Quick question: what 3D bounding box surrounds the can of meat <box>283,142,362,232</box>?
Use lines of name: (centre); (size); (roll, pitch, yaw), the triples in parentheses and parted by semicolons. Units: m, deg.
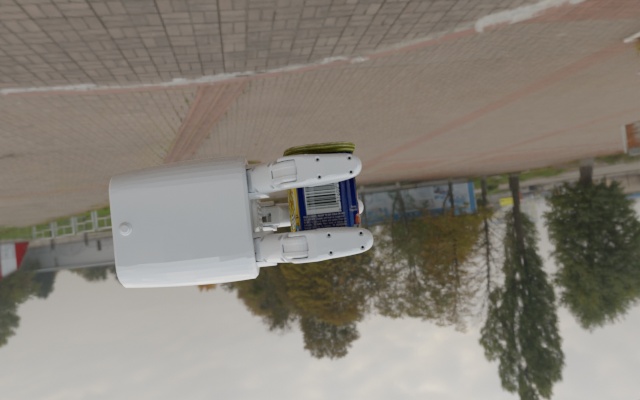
can of meat: (0.000, 0.002, 0.406); (0.057, 0.084, 0.102); (-6, -3, -7)
